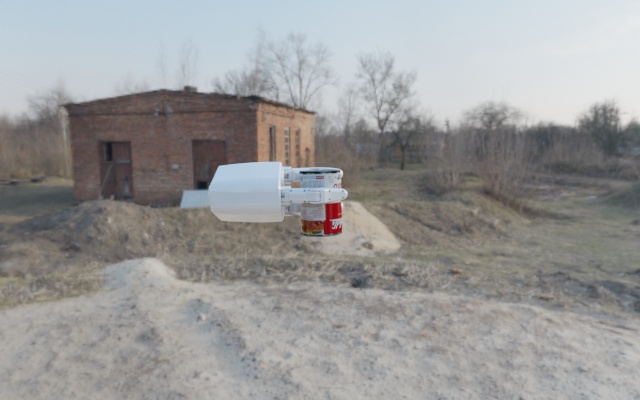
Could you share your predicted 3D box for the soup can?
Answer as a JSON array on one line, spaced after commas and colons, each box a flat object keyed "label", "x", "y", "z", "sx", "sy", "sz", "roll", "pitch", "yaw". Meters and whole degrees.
[{"label": "soup can", "x": 0.001, "y": 0.002, "z": 0.762, "sx": 0.068, "sy": 0.102, "sz": 0.068, "roll": -1, "pitch": 6, "yaw": 0}]
